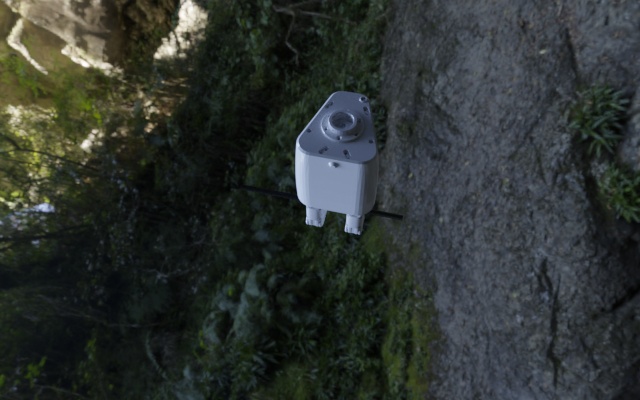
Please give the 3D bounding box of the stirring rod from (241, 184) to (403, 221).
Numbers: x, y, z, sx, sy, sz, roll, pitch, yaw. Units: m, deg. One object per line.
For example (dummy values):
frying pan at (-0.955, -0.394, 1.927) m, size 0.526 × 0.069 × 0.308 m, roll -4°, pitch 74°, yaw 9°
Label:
stirring rod at (0.000, 0.002, 0.696) m, size 0.239 × 0.011 × 0.011 m, roll 11°, pitch 1°, yaw 8°
